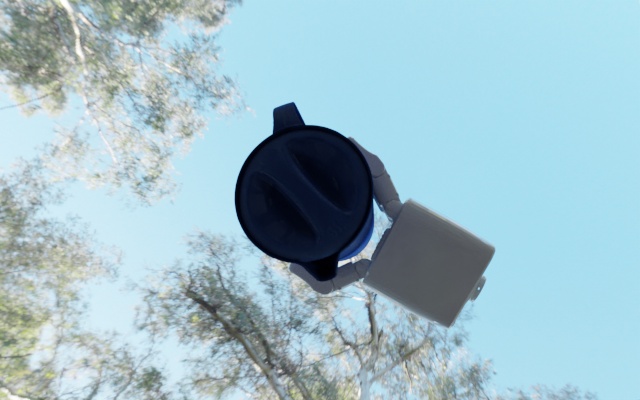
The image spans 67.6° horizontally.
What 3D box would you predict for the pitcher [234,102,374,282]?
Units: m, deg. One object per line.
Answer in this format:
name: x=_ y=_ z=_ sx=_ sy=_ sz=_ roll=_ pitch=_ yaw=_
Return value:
pitcher: x=0.000 y=0.002 z=0.557 sx=0.145 sy=0.149 sz=0.243 roll=28 pitch=-4 yaw=13
